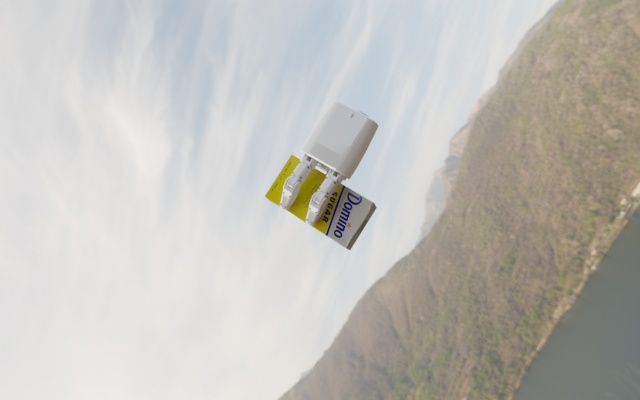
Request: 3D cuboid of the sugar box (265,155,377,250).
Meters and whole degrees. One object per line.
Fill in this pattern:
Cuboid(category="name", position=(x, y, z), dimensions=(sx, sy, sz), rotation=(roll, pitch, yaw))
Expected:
Cuboid(category="sugar box", position=(0.000, 0.002, 0.839), dimensions=(0.176, 0.093, 0.048), rotation=(30, -4, 18))
